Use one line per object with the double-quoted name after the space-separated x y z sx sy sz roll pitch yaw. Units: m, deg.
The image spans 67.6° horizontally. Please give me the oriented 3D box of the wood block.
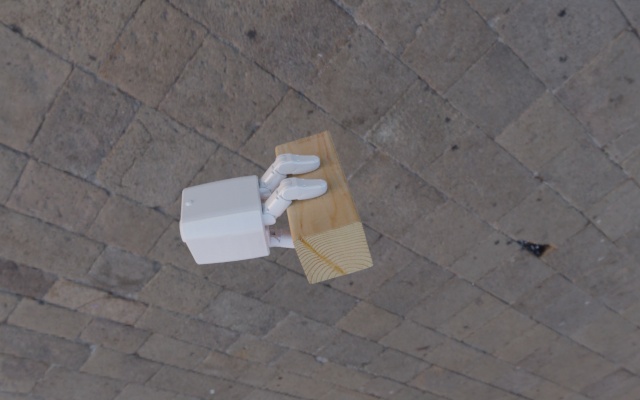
0.000 0.003 0.679 0.090 0.091 0.206 -17 42 1 "wood block"
